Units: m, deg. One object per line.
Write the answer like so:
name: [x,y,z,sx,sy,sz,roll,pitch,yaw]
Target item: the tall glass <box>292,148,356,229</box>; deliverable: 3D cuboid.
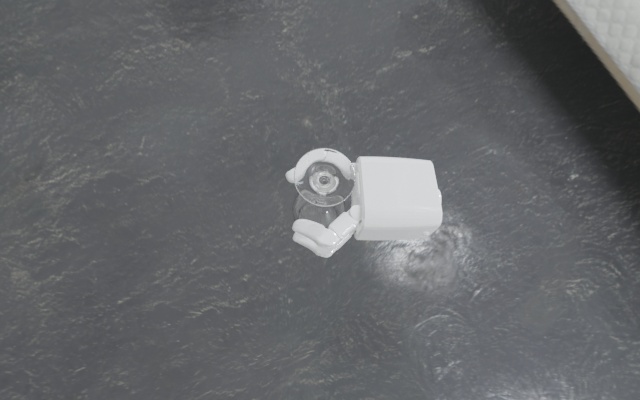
tall glass: [0.000,0.002,0.659,0.079,0.079,0.201,0,-18,-4]
